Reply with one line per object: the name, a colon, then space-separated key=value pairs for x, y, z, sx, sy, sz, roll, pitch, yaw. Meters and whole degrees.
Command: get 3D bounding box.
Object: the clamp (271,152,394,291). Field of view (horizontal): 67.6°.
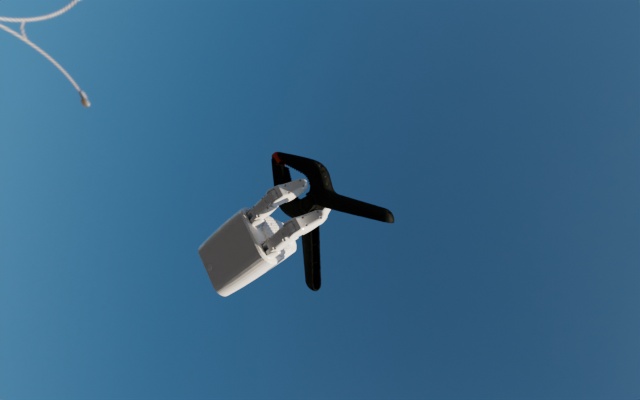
clamp: x=0.000 y=0.002 z=0.695 sx=0.164 sy=0.210 sz=0.036 roll=-37 pitch=-21 yaw=22
